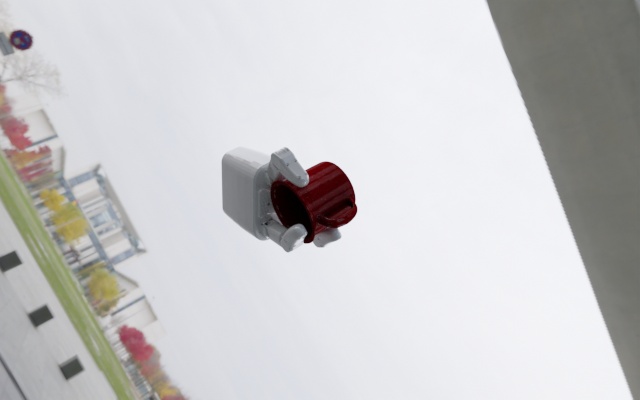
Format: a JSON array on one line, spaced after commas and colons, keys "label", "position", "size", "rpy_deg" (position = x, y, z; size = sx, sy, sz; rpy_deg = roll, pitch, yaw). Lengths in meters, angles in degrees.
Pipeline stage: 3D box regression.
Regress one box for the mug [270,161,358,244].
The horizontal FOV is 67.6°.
[{"label": "mug", "position": [0.001, 0.002, 0.630], "size": [0.081, 0.093, 0.117], "rpy_deg": [-30, 35, -28]}]
